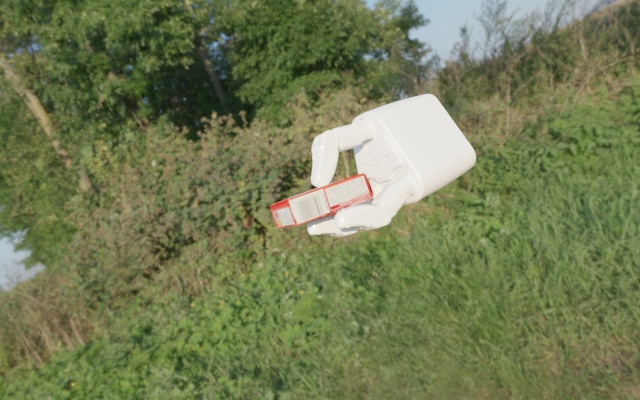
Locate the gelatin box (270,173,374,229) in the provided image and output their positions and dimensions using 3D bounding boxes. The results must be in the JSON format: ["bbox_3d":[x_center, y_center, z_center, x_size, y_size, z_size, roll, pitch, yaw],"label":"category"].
[{"bbox_3d":[0.000,0.001,0.496,0.089,0.030,0.073,-20,2,-21],"label":"gelatin box"}]
